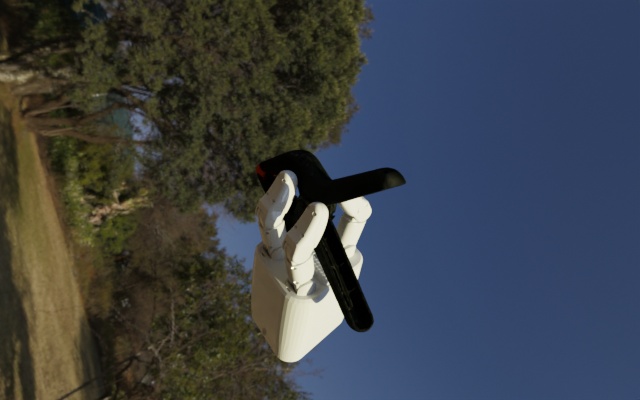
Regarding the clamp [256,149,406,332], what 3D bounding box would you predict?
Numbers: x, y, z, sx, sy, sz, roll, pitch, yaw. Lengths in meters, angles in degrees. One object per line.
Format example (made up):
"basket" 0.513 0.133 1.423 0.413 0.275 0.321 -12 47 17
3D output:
"clamp" 0.000 0.001 0.465 0.036 0.165 0.210 -12 41 -34
